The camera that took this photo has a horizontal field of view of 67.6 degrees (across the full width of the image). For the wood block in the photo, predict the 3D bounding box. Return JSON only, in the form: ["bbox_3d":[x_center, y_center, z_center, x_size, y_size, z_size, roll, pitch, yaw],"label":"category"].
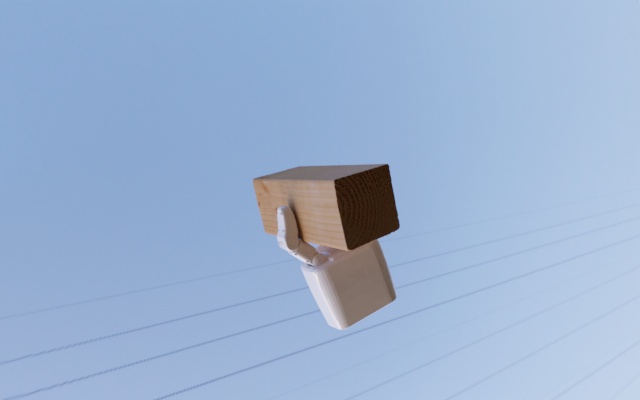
[{"bbox_3d":[0.000,0.003,0.663,0.091,0.090,0.206,-19,13,-33],"label":"wood block"}]
